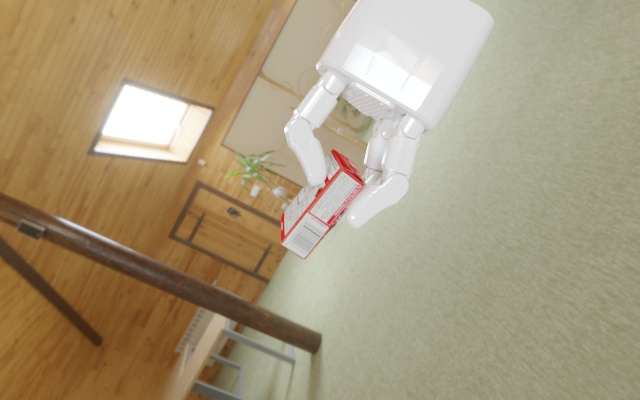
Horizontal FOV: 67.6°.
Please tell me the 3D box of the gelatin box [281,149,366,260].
[{"bbox_3d":[-0.001,0.001,0.438,0.030,0.089,0.073,36,11,-14],"label":"gelatin box"}]
